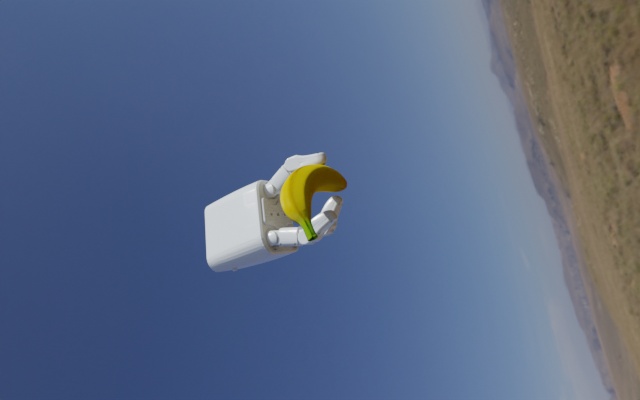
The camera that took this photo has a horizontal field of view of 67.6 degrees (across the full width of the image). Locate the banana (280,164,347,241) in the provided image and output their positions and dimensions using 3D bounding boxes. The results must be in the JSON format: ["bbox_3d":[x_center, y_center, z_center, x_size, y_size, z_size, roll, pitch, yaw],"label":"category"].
[{"bbox_3d":[-0.010,-0.013,0.606,0.037,0.069,0.197,-26,12,23],"label":"banana"}]
